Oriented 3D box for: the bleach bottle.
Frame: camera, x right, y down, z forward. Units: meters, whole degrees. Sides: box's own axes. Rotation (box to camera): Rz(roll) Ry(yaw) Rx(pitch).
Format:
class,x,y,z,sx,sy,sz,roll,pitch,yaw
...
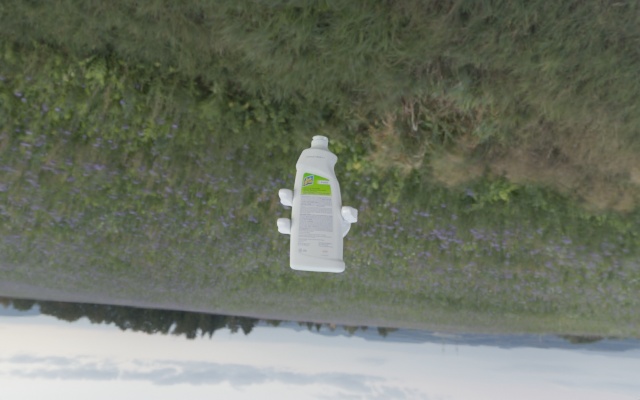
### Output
class,x,y,z,sx,sy,sz,roll,pitch,yaw
bleach bottle,0.000,0.003,0.887,0.102,0.250,0.068,4,-13,-1
